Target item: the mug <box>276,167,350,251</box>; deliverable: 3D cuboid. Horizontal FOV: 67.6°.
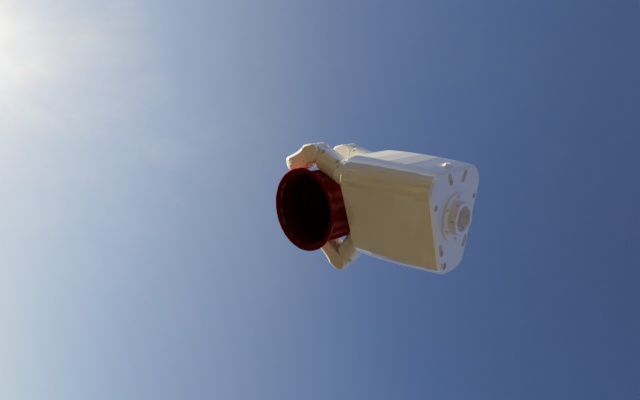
[{"bbox_3d":[-0.001,0.002,0.560,0.117,0.093,0.081,15,20,43],"label":"mug"}]
